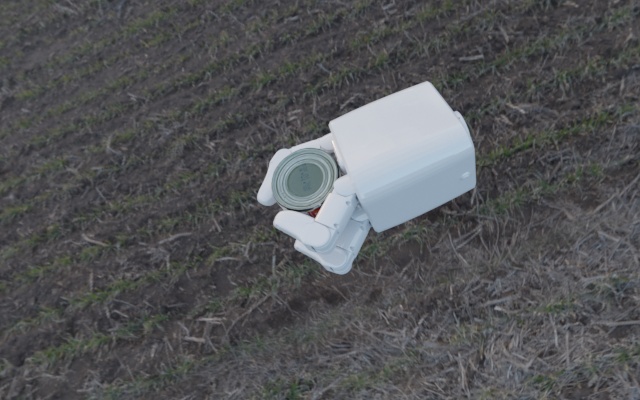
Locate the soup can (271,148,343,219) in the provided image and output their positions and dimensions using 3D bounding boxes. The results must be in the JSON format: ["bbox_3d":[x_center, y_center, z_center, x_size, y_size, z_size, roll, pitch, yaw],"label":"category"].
[{"bbox_3d":[-0.001,0.002,0.477,0.068,0.068,0.102,0,-26,19],"label":"soup can"}]
